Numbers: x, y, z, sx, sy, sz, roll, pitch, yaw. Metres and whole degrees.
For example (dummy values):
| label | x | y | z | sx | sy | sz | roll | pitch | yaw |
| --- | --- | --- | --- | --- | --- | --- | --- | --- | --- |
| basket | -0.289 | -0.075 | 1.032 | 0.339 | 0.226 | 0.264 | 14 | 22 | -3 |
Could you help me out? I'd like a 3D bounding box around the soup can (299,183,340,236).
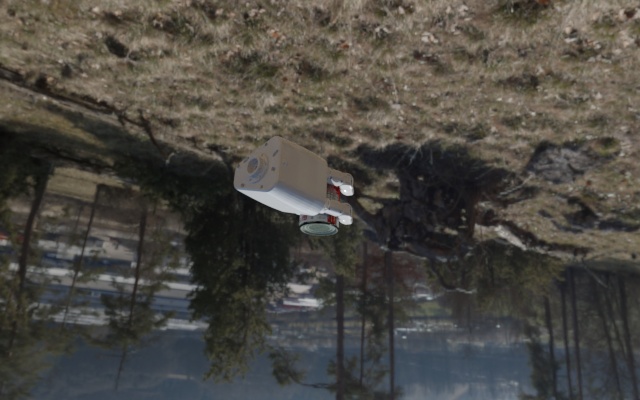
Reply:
| label | x | y | z | sx | sy | sz | roll | pitch | yaw |
| --- | --- | --- | --- | --- | --- | --- | --- | --- | --- |
| soup can | 0.000 | 0.003 | 0.828 | 0.068 | 0.102 | 0.068 | 3 | -22 | 1 |
